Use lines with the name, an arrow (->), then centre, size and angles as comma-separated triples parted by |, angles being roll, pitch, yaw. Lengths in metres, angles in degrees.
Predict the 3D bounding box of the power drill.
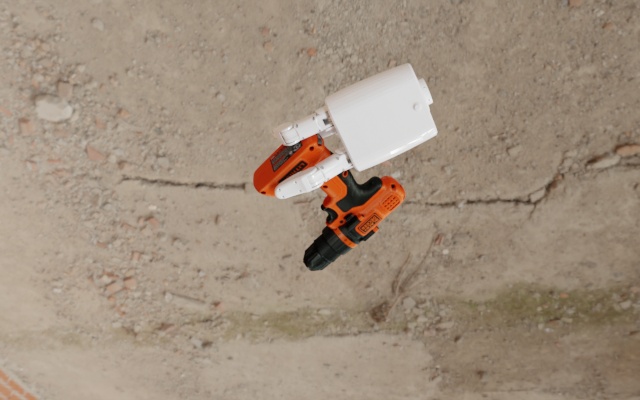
power drill -> 0.000, 0.002, 0.654 | 0.188, 0.184, 0.057 | 37, 15, -35
